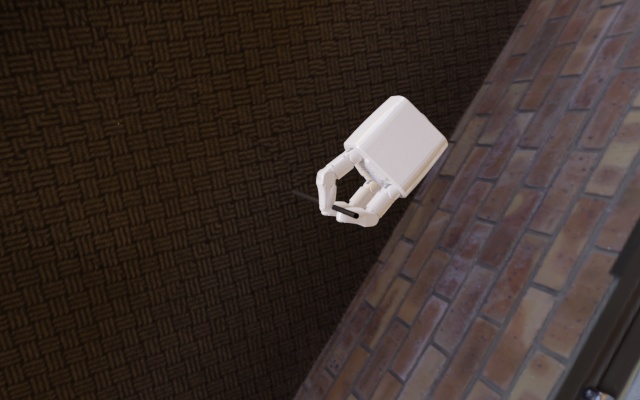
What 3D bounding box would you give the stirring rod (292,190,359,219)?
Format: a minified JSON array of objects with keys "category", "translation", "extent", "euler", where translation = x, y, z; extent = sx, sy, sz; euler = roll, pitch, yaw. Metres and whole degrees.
[{"category":"stirring rod","translation":[0.000,0.002,0.724],"extent":[0.011,0.011,0.239],"euler":[0,8,-23]}]
